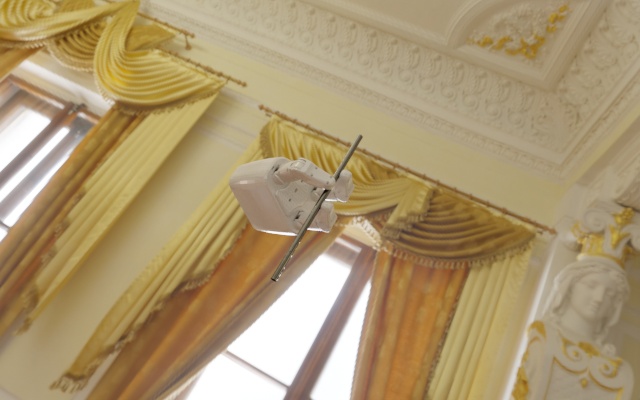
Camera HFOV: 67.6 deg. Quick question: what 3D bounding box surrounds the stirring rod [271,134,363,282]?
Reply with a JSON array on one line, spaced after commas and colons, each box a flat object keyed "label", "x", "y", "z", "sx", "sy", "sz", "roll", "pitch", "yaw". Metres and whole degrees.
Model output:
[{"label": "stirring rod", "x": 0.000, "y": 0.002, "z": 0.621, "sx": 0.011, "sy": 0.239, "sz": 0.011, "roll": 25, "pitch": -26, "yaw": 13}]
